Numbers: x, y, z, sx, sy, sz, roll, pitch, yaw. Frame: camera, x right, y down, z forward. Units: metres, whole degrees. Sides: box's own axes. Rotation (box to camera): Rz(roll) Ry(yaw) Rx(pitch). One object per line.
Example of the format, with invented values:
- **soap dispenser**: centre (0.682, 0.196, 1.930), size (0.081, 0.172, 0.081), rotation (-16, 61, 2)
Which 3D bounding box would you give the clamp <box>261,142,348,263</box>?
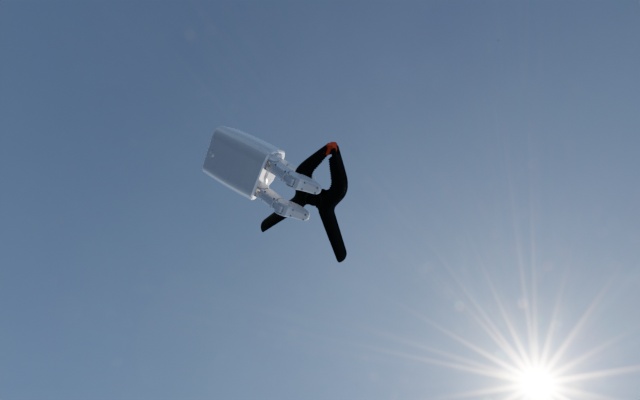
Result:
- **clamp**: centre (0.000, 0.002, 0.826), size (0.164, 0.210, 0.036), rotation (27, 25, 4)
